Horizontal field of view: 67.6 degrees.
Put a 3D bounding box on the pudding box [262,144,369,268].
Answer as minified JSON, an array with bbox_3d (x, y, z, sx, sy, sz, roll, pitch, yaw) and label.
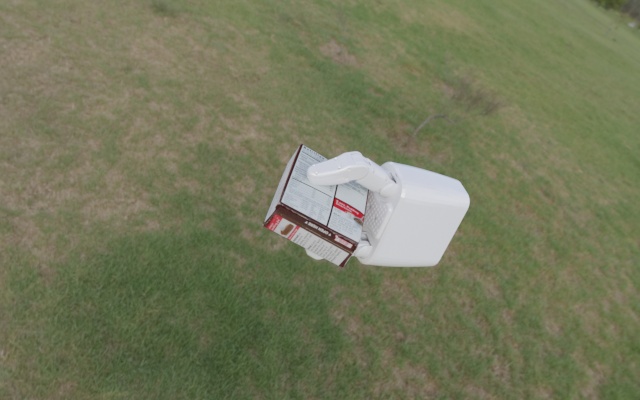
[{"bbox_3d":[0.000,0.002,0.486,0.090,0.039,0.113,28,35,-9],"label":"pudding box"}]
